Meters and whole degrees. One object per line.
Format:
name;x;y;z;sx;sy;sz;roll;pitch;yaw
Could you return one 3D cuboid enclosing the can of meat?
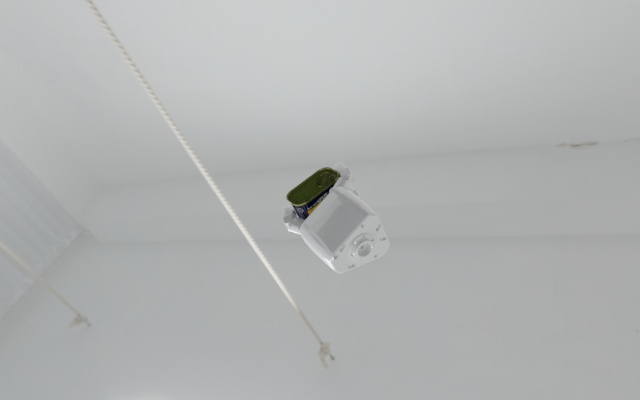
can of meat;0.000;0.003;0.882;0.102;0.084;0.057;-38;37;-15
